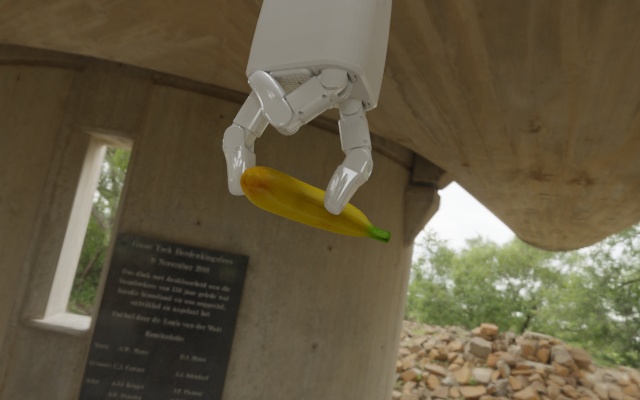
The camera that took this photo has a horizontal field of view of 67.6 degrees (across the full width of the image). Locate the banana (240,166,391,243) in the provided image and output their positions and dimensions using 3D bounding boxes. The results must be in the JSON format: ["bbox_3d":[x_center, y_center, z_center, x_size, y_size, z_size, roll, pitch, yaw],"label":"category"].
[{"bbox_3d":[-0.012,0.002,0.446,0.069,0.037,0.198,3,-12,43],"label":"banana"}]
